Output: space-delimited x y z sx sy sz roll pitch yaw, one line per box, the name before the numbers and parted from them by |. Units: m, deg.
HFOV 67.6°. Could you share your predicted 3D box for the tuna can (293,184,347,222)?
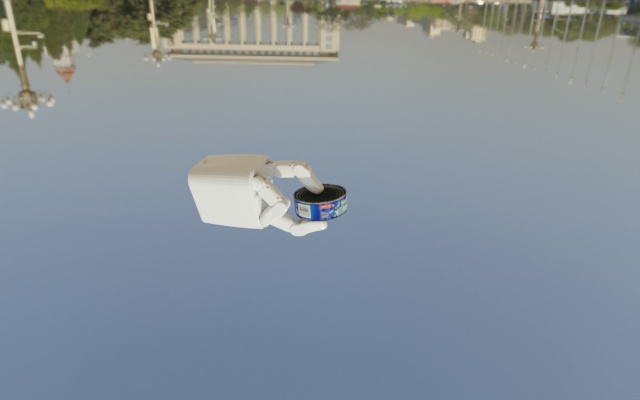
tuna can | 0.000 0.003 0.770 0.086 0.034 0.086 -4 21 2
